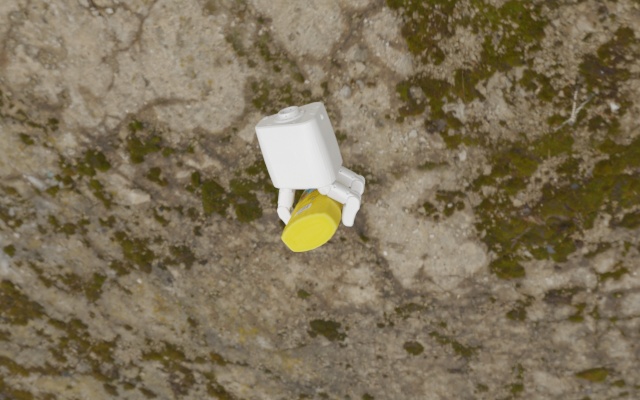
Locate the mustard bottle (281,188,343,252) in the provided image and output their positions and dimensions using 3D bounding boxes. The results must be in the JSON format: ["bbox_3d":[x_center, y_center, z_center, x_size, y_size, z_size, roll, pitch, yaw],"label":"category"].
[{"bbox_3d":[0.000,0.003,0.802,0.096,0.058,0.191,-33,19,28],"label":"mustard bottle"}]
